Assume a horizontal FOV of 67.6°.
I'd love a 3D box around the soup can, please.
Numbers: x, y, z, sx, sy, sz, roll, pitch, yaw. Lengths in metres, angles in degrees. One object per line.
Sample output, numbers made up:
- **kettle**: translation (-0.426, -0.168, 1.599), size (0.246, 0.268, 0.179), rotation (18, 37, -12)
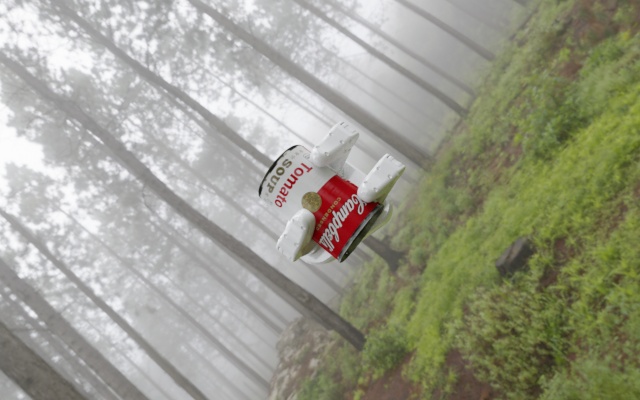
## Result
- **soup can**: translation (0.000, 0.001, 0.456), size (0.102, 0.068, 0.068), rotation (38, 9, 12)
